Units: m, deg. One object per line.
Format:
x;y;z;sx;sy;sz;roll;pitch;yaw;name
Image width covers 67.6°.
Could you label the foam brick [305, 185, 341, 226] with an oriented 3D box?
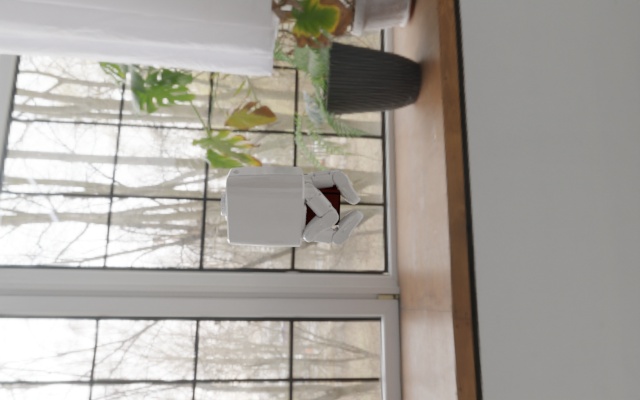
0.000;0.002;0.731;0.051;0.053;0.078;0;15;-5;foam brick
